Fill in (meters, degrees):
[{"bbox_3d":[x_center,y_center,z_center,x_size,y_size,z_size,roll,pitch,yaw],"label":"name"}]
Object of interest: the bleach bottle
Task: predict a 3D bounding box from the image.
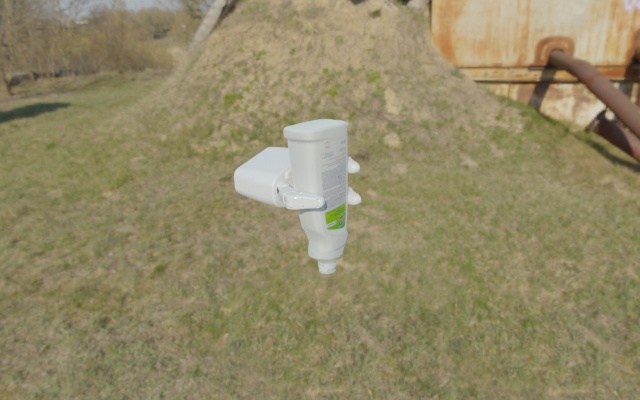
[{"bbox_3d":[0.000,0.002,0.764,0.068,0.251,0.102,14,25,41],"label":"bleach bottle"}]
